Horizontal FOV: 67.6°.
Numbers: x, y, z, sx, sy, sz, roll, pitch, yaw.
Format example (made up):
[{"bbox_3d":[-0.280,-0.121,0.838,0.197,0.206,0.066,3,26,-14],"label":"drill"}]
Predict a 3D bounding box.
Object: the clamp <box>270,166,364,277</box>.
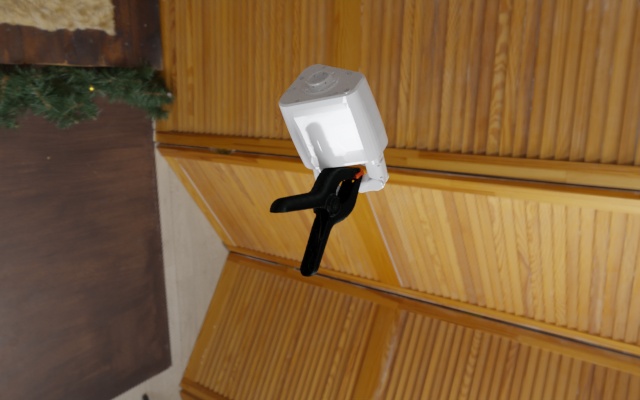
[{"bbox_3d":[0.001,0.002,0.633,0.039,0.171,0.120,9,-38,33],"label":"clamp"}]
